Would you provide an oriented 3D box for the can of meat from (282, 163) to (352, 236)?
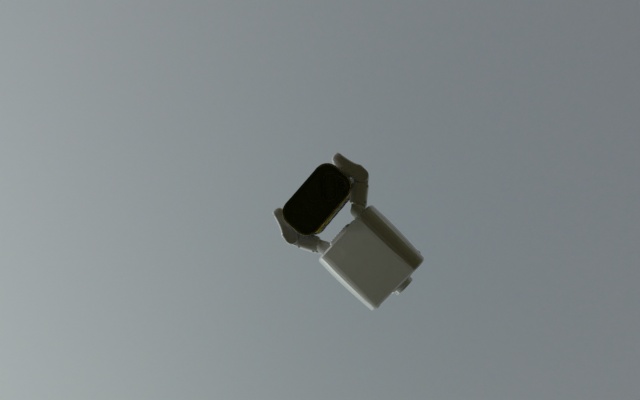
[{"bbox_3d":[0.000,0.002,0.684,0.057,0.102,0.084,41,0,9],"label":"can of meat"}]
